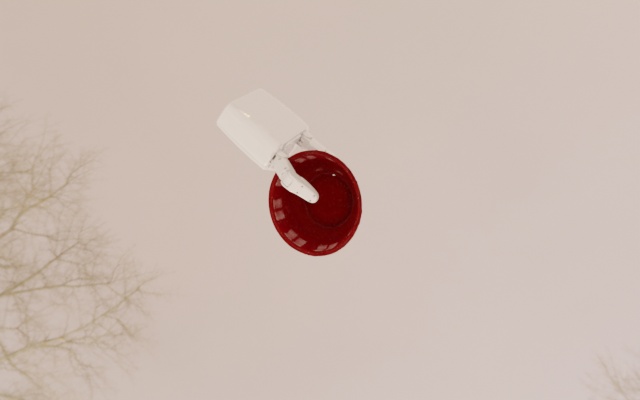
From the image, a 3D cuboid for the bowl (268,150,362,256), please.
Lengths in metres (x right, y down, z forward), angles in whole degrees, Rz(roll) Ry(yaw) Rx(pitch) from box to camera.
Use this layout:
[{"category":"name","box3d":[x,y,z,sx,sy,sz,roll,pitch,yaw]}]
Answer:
[{"category":"bowl","box3d":[0.001,0.004,0.743,0.162,0.162,0.055,0,5,28]}]
